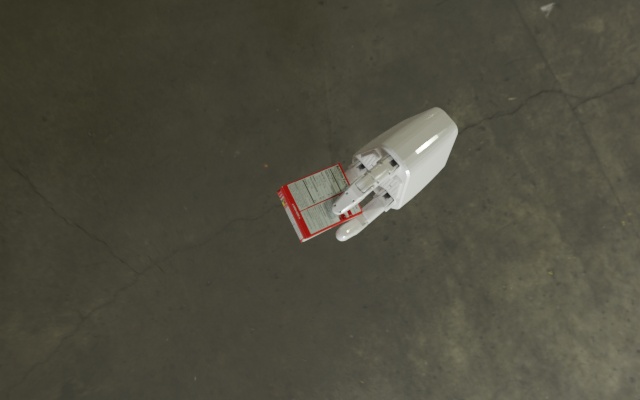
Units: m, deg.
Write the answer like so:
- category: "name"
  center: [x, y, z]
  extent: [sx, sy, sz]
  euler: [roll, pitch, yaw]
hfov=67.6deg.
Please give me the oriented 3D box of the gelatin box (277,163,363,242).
- category: "gelatin box"
  center: [0.000, 0.002, 0.611]
  extent: [0.089, 0.073, 0.030]
  euler: [-24, -6, -22]
